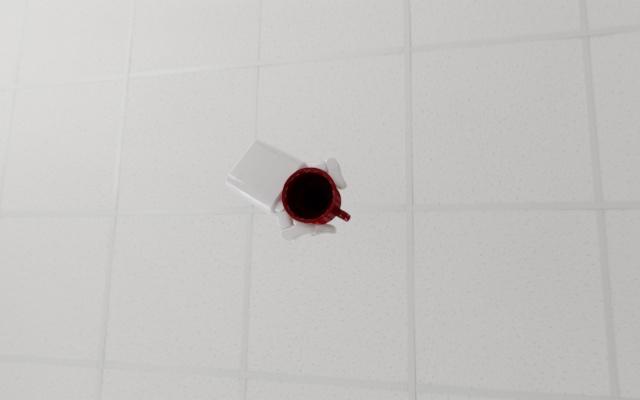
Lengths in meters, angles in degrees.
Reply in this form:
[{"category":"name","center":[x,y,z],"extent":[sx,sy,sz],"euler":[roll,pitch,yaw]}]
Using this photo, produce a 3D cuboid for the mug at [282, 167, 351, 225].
[{"category":"mug","center":[0.001,0.003,0.808],"extent":[0.117,0.093,0.081],"euler":[27,-2,16]}]
